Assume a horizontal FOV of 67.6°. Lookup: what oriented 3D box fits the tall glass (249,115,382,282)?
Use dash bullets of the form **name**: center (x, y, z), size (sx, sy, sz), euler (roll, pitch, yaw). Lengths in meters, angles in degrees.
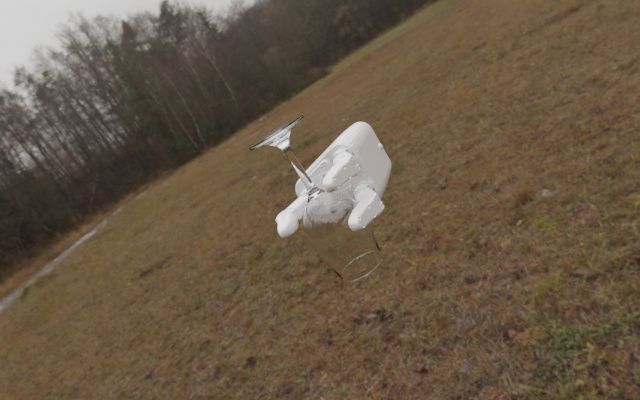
- **tall glass**: center (0.000, 0.001, 0.580), size (0.079, 0.201, 0.079), euler (-30, 14, 8)
